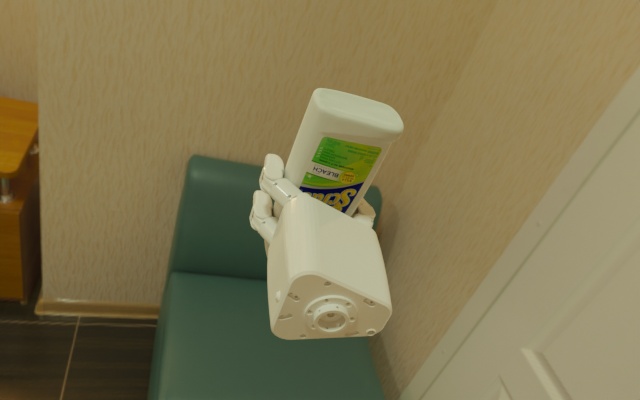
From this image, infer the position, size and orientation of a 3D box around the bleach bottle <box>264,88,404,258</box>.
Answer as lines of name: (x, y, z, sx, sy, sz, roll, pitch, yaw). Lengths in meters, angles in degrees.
bleach bottle: (0.000, 0.002, 0.556, 0.102, 0.251, 0.068, 12, 34, -15)
